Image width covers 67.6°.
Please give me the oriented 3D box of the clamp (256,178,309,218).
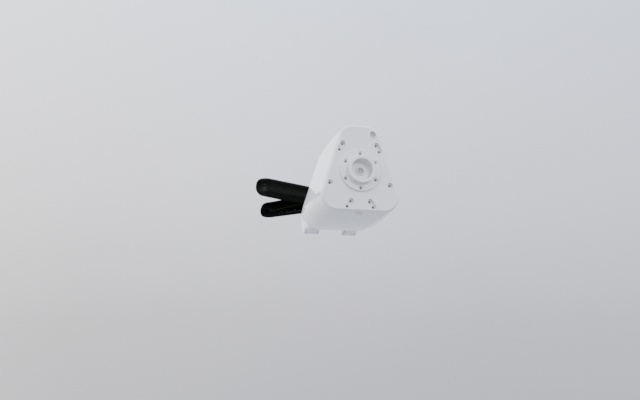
[{"bbox_3d":[0.001,0.002,0.741,0.210,0.036,0.164,3,-13,-11],"label":"clamp"}]
